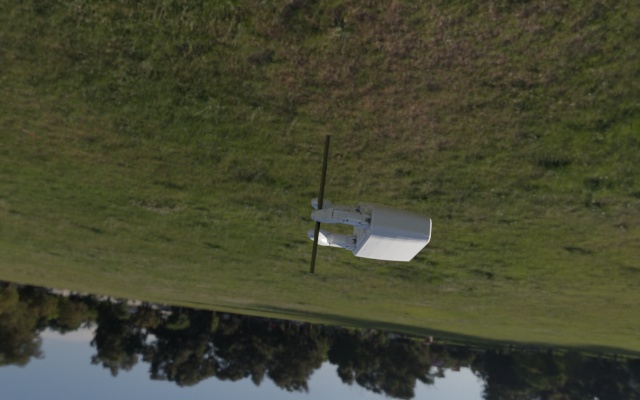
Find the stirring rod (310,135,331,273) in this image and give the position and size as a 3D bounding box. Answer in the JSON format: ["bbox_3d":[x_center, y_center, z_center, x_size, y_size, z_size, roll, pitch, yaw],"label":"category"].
[{"bbox_3d":[0.000,0.003,0.808,0.011,0.239,0.011,6,-14,2],"label":"stirring rod"}]
